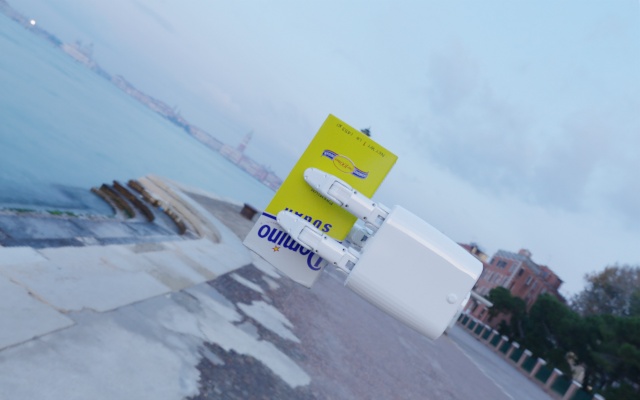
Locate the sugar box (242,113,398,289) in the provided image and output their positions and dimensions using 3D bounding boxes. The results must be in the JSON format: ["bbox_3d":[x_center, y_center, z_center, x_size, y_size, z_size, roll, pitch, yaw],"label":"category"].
[{"bbox_3d":[0.000,0.002,0.537,0.093,0.176,0.048,33,-2,7],"label":"sugar box"}]
